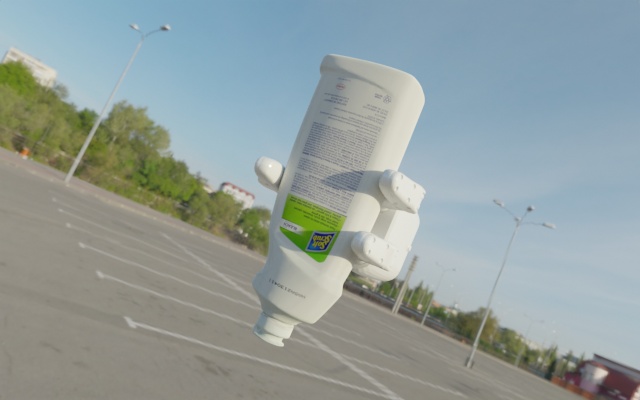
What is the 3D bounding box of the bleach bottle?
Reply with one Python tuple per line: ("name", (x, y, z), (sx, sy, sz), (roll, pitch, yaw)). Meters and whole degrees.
("bleach bottle", (0.000, 0.001, 0.422), (0.102, 0.251, 0.068), (22, -7, 26))
